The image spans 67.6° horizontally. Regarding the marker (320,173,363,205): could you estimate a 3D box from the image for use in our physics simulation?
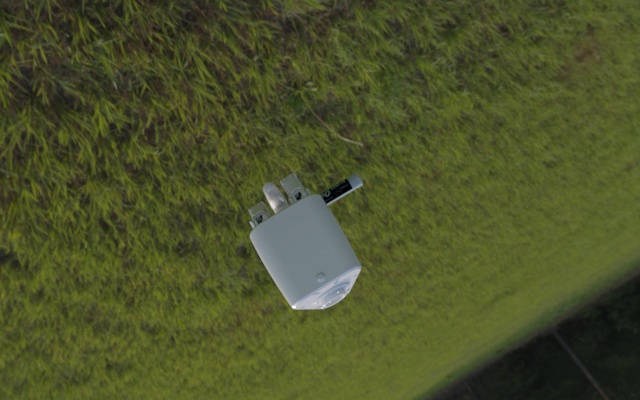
[{"bbox_3d":[0.000,0.002,0.630,0.121,0.020,0.020,-31,2,-3],"label":"marker"}]
